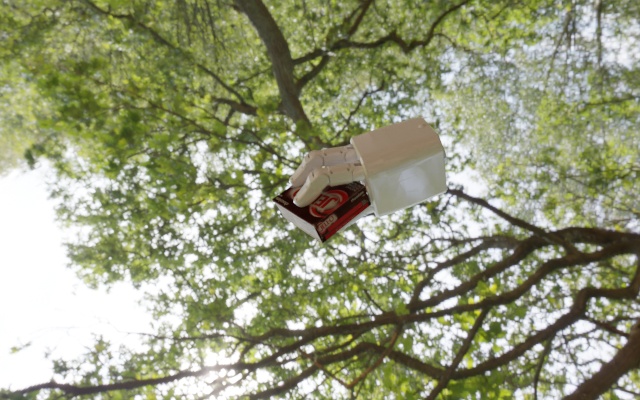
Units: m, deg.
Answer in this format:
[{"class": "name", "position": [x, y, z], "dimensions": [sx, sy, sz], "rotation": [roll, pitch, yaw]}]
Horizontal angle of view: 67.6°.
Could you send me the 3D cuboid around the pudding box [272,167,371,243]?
[{"class": "pudding box", "position": [0.000, 0.002, 0.659], "dimensions": [0.090, 0.039, 0.113], "rotation": [-37, 33, -20]}]
